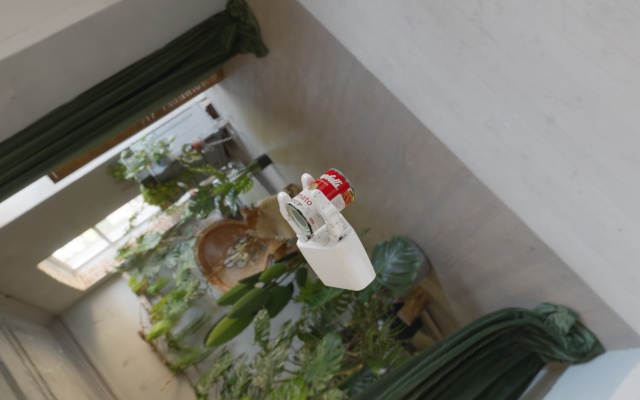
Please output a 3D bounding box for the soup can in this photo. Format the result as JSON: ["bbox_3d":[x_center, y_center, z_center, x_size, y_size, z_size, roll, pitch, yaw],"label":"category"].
[{"bbox_3d":[0.000,0.002,0.807,0.102,0.068,0.068,-39,14,-18],"label":"soup can"}]
